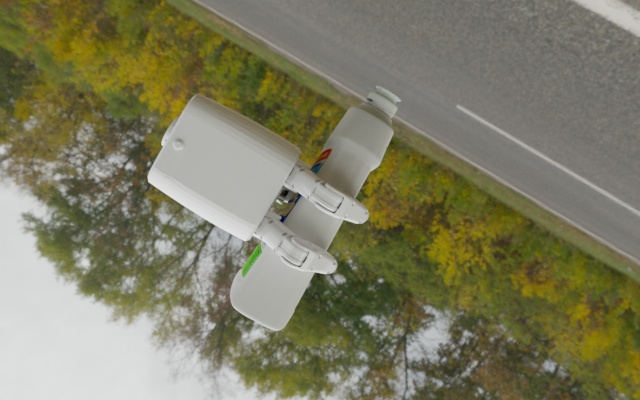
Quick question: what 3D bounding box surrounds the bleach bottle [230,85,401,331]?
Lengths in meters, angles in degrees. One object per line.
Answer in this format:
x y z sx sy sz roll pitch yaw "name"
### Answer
0.000 0.002 0.481 0.068 0.251 0.102 31 6 -8 "bleach bottle"
